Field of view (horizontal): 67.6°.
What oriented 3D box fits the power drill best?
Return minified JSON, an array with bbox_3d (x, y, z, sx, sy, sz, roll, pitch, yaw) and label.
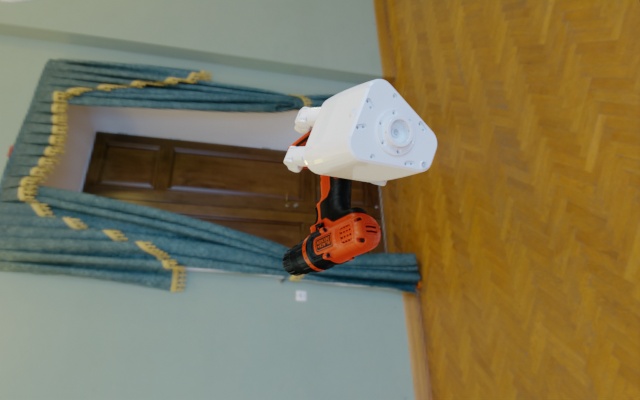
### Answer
[{"bbox_3d":[0.000,0.002,0.661,0.057,0.187,0.184,7,-23,-39],"label":"power drill"}]
